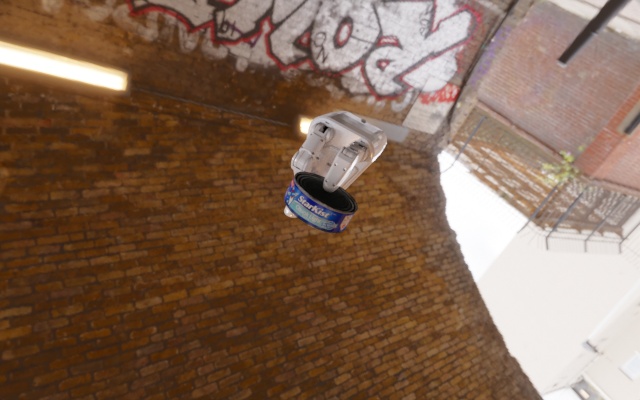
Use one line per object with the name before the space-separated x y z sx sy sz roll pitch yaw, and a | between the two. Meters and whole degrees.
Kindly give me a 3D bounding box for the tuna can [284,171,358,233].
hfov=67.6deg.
tuna can | 0.000 0.002 0.577 0.086 0.034 0.086 25 21 -11
